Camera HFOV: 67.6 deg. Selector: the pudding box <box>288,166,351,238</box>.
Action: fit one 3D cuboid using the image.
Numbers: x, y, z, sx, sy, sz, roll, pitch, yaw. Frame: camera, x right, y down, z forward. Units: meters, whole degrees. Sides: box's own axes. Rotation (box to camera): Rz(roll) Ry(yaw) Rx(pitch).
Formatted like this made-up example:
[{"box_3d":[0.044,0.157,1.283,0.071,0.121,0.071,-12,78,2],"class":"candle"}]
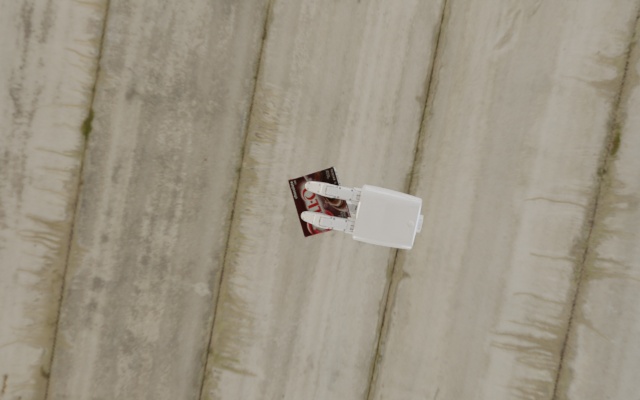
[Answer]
[{"box_3d":[0.000,0.003,0.879,0.090,0.113,0.039,-17,-2,11],"class":"pudding box"}]
